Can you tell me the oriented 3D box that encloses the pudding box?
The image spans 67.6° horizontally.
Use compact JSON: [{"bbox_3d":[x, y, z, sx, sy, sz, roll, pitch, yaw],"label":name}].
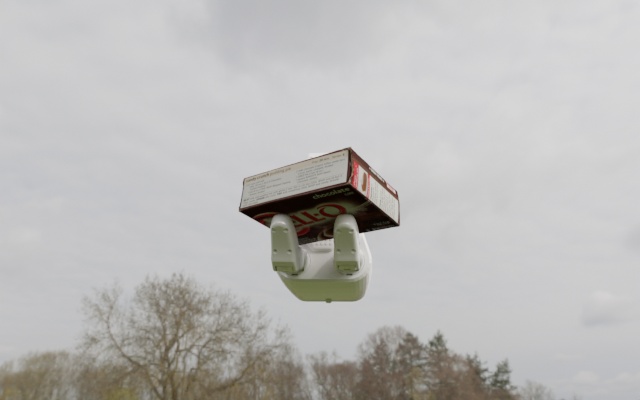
[{"bbox_3d":[0.000,0.001,0.418,0.113,0.039,0.090,-16,-31,30],"label":"pudding box"}]
